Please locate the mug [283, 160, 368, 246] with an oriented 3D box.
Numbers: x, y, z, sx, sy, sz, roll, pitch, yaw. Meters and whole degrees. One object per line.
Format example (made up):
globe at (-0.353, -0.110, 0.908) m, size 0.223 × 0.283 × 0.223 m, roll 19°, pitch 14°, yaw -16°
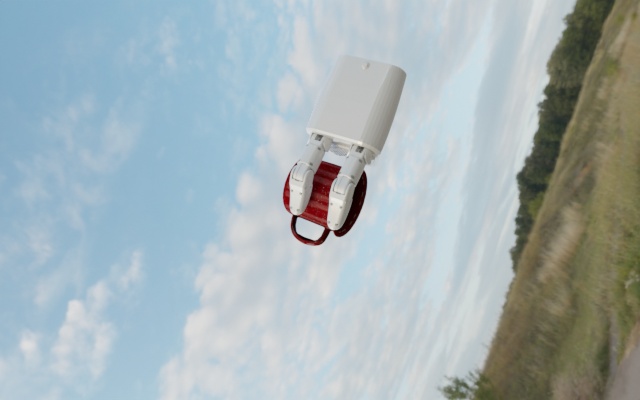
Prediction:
mug at (-0.001, 0.003, 0.624) m, size 0.081 × 0.117 × 0.093 m, roll 20°, pitch -7°, yaw 24°
